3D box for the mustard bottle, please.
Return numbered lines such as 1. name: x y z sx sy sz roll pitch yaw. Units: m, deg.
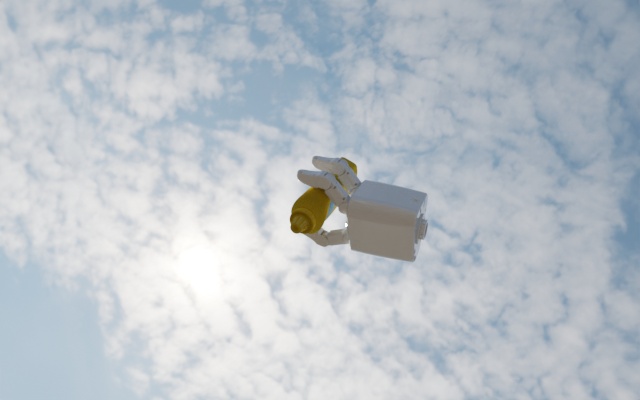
1. mustard bottle: 0.000 0.002 0.792 0.058 0.096 0.191 32 35 7
